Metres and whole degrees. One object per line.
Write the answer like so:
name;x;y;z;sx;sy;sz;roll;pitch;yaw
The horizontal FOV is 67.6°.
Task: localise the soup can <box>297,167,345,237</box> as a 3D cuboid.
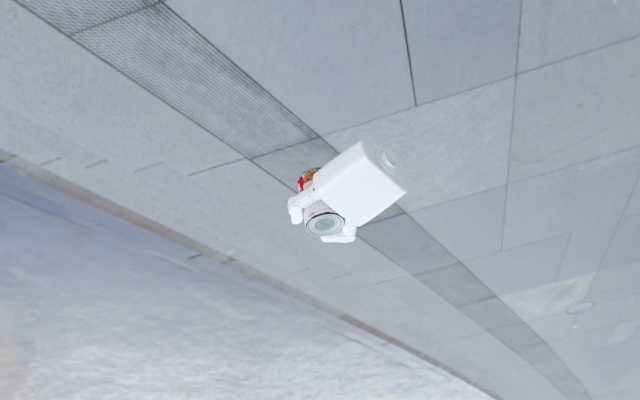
soup can;0.000;0.003;0.826;0.068;0.102;0.069;-8;-37;-6
